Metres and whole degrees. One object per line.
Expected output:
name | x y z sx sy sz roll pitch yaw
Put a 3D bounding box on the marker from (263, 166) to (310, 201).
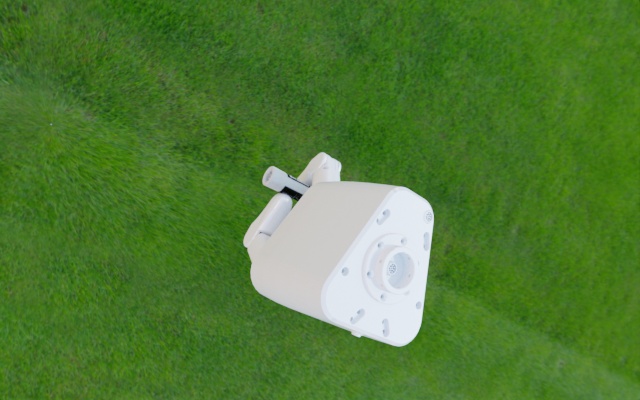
marker | 0.000 0.001 0.455 0.121 0.020 0.020 27 -14 -29
